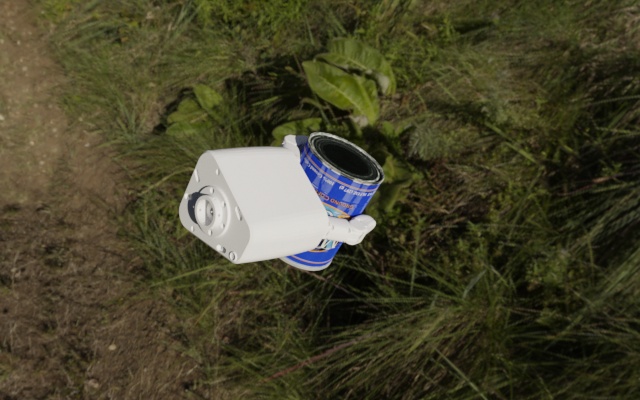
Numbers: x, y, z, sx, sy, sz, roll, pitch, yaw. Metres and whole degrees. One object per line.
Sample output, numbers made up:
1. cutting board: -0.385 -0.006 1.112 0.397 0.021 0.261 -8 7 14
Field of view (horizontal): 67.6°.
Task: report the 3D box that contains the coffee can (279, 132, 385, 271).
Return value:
1. coffee can: 0.000 0.002 0.594 0.103 0.140 0.102 23 28 -13
